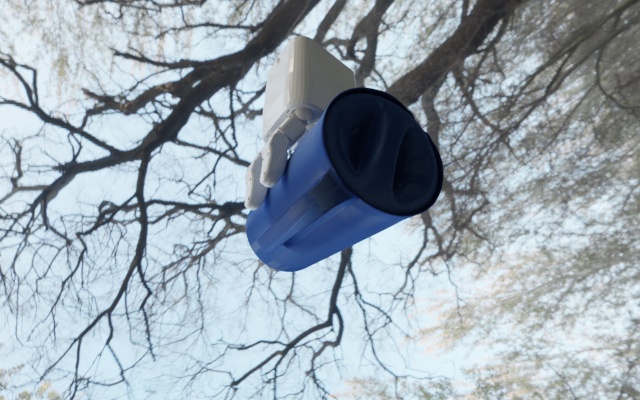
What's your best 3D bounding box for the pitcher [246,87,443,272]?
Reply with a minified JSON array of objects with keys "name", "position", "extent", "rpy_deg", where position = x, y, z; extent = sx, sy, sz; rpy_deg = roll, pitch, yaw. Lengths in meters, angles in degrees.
[{"name":"pitcher","position":[0.000,0.002,0.520],"extent":[0.149,0.145,0.243],"rpy_deg":[12,-29,-26]}]
